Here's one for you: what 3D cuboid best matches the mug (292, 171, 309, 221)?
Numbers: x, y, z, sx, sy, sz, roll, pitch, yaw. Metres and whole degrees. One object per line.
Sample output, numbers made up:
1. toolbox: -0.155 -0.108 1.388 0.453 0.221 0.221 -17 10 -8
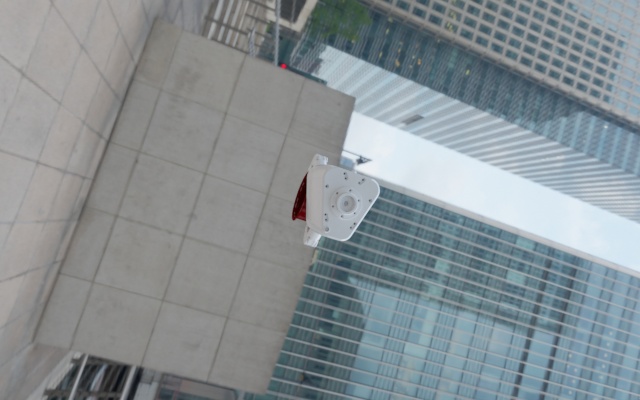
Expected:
1. mug: 0.000 0.003 0.868 0.081 0.093 0.117 19 1 -12
